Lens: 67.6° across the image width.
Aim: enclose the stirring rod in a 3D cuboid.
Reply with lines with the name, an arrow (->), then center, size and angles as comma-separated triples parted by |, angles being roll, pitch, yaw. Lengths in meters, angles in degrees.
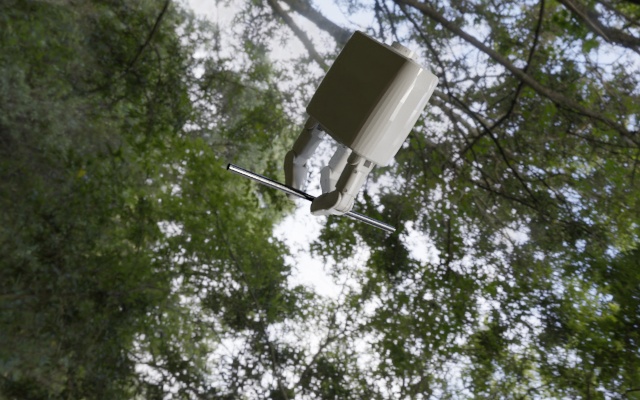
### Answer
stirring rod -> 0.000, 0.002, 0.552 | 0.239, 0.011, 0.011 | 21, -12, -33
